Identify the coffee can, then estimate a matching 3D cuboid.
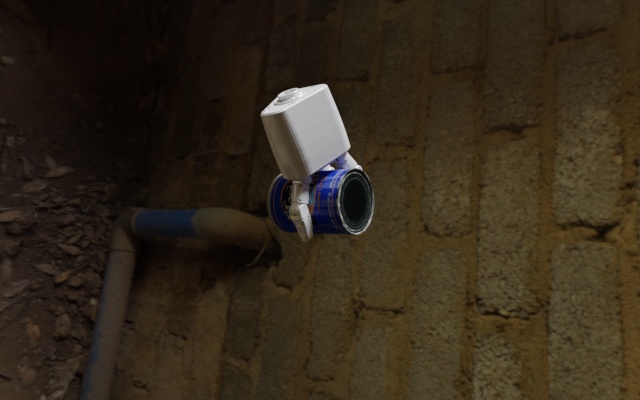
[{"bbox_3d":[0.000,0.003,0.767,0.140,0.103,0.103,-1,-1,37],"label":"coffee can"}]
